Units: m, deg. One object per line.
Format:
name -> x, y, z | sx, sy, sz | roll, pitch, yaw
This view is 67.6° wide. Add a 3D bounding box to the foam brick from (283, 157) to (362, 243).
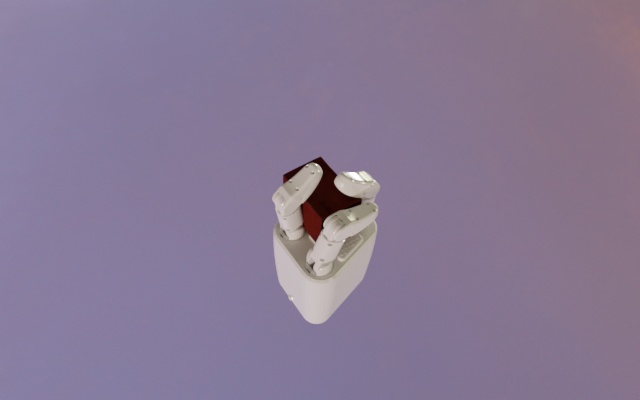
foam brick -> 0.000, 0.001, 0.523 | 0.053, 0.078, 0.051 | -26, -34, -23
